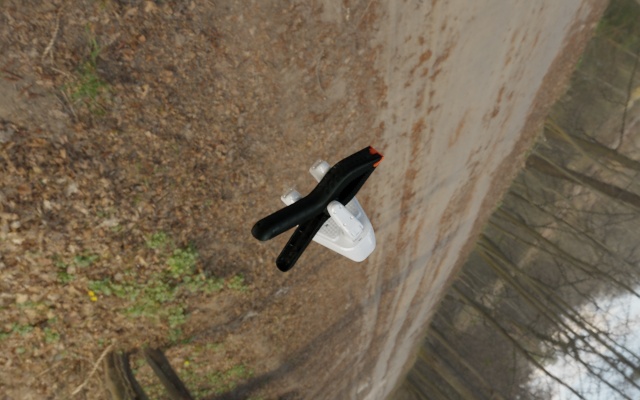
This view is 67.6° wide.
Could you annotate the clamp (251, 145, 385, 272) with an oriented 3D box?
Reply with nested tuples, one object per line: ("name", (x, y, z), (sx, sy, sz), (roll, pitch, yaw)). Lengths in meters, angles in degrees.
("clamp", (0.001, 0.002, 0.619), (0.036, 0.210, 0.165), (43, -5, 19))
